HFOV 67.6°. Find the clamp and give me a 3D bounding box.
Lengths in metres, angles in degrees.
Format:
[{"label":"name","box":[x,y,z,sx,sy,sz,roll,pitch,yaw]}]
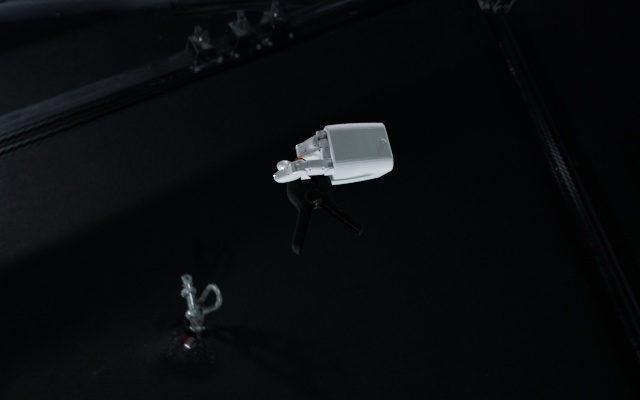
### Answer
[{"label":"clamp","box":[0.000,0.003,0.811,0.120,0.171,0.039,-7,-22,-10]}]
